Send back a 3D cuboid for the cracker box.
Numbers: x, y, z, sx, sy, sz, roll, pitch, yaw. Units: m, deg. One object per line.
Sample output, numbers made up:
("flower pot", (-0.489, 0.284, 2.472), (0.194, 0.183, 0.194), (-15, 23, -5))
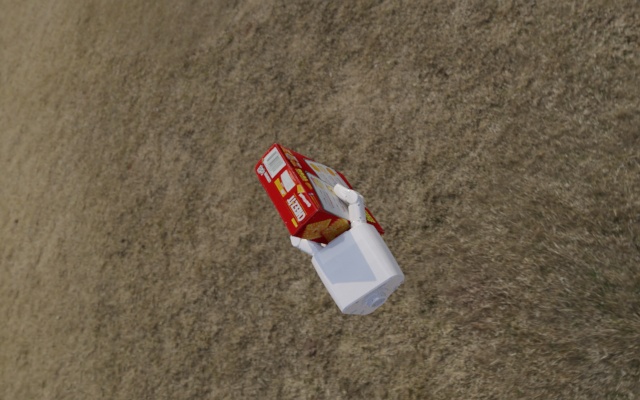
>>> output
("cracker box", (0.000, 0.003, 0.855), (0.072, 0.164, 0.214), (-45, -34, 18))
